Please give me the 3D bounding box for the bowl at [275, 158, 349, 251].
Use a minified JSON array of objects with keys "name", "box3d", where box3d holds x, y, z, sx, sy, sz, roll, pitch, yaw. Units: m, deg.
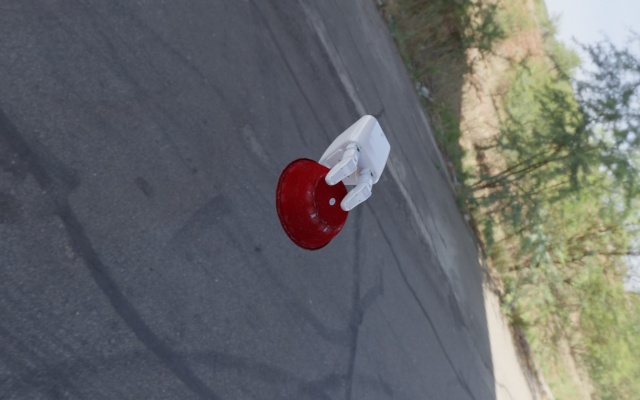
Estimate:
[{"name":"bowl","box3d":[0.000,0.004,0.810,0.055,0.162,0.162,-9,-6,41]}]
